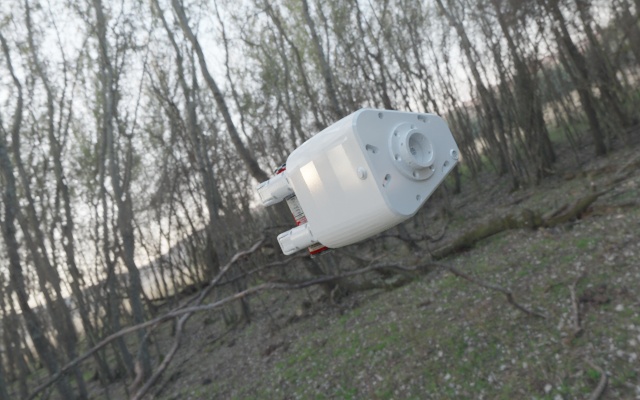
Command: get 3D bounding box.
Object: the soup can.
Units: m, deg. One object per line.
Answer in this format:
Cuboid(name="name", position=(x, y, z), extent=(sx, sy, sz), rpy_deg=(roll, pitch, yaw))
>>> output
Cuboid(name="soup can", position=(0.000, 0.002, 0.514), extent=(0.068, 0.102, 0.068), rpy_deg=(-24, -2, -1))
